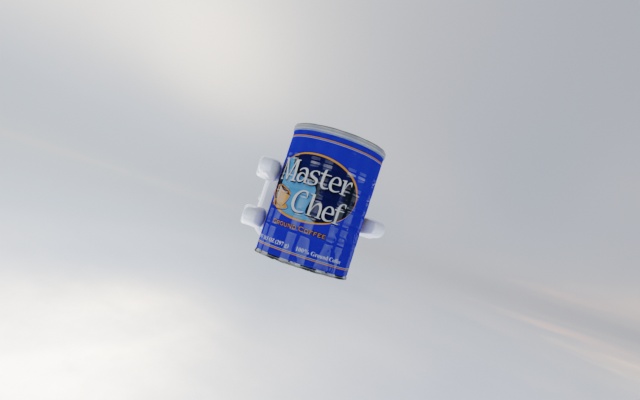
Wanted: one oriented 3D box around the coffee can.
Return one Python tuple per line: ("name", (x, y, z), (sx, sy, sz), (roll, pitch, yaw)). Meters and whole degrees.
("coffee can", (0.000, 0.002, 0.509), (0.103, 0.140, 0.103), (18, -4, 1))
